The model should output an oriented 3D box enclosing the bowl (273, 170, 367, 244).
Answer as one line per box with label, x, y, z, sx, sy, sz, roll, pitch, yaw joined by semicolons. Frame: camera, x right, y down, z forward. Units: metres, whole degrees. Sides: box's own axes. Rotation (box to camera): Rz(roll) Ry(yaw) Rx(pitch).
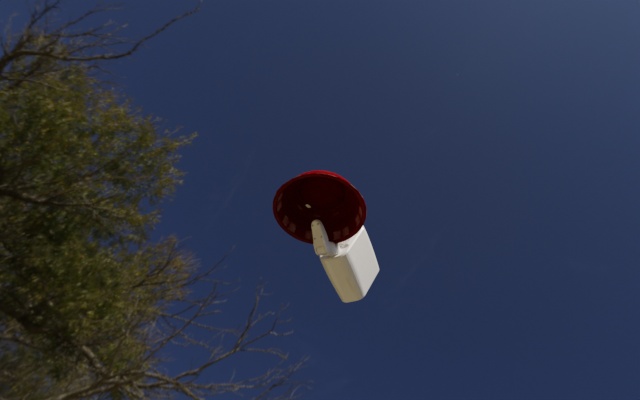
bowl;0.000;0.001;0.833;0.162;0.162;0.055;0;40;7
